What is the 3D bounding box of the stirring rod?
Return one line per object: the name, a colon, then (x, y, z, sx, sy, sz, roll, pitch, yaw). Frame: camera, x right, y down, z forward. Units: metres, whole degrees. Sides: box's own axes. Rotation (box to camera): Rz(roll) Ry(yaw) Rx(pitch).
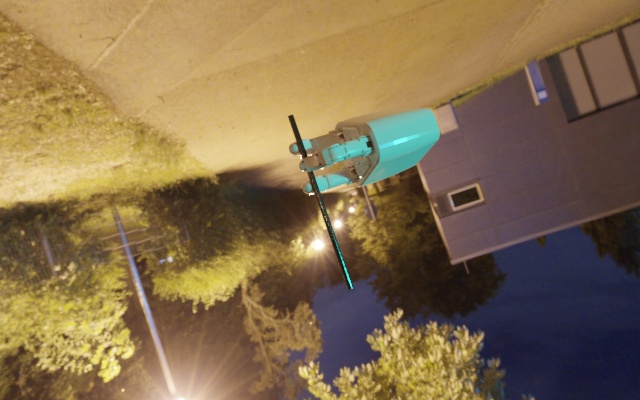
stirring rod: (0.000, 0.002, 0.627, 0.011, 0.239, 0.011, -19, 0, 0)
